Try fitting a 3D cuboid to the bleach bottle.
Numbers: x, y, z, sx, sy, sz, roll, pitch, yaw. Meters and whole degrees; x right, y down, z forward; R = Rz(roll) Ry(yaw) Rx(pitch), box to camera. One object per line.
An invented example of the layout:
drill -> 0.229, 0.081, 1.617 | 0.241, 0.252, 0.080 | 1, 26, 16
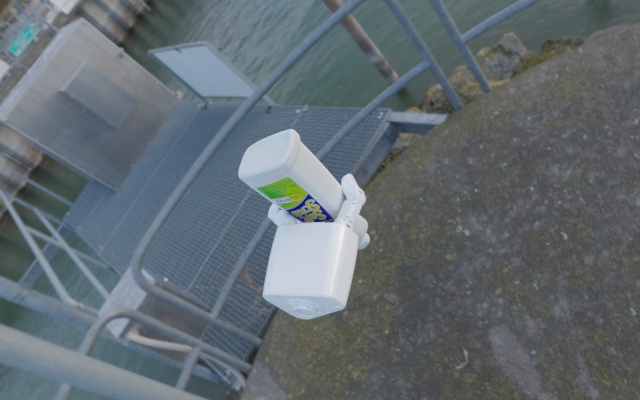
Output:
bleach bottle -> 0.000, 0.002, 0.707 | 0.102, 0.068, 0.251 | -14, -40, 37
